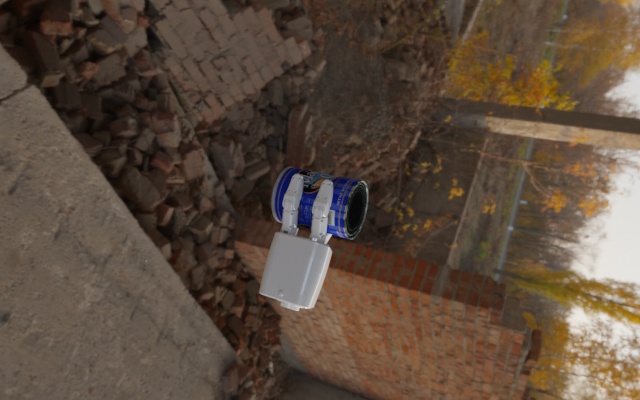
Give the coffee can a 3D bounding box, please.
[{"bbox_3d":[0.000,0.003,0.833,0.140,0.103,0.103,12,5,24],"label":"coffee can"}]
